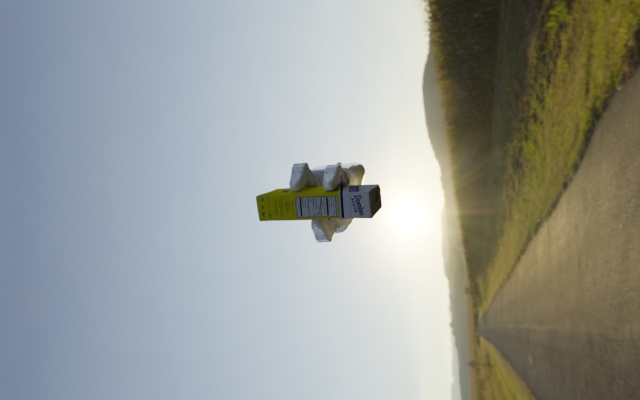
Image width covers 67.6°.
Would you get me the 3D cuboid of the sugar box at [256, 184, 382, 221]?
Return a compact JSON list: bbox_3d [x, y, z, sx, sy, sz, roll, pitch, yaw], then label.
[{"bbox_3d":[0.000,0.002,0.735,0.176,0.048,0.093,-5,8,17],"label":"sugar box"}]
